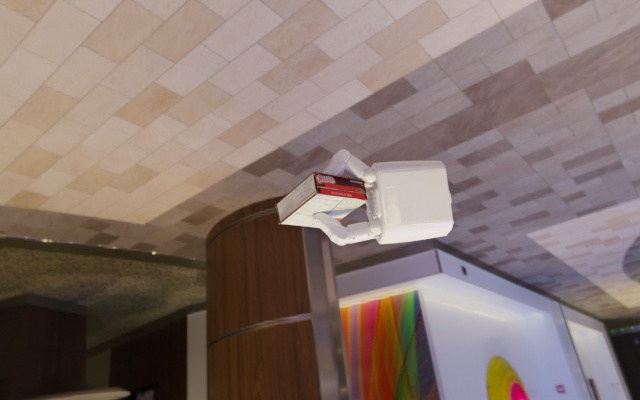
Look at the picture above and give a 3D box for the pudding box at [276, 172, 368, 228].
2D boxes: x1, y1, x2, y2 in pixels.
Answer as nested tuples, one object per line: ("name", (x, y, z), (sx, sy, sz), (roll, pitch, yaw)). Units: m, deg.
("pudding box", (0.000, 0.002, 0.701), (0.090, 0.039, 0.113), (9, -31, -33))
